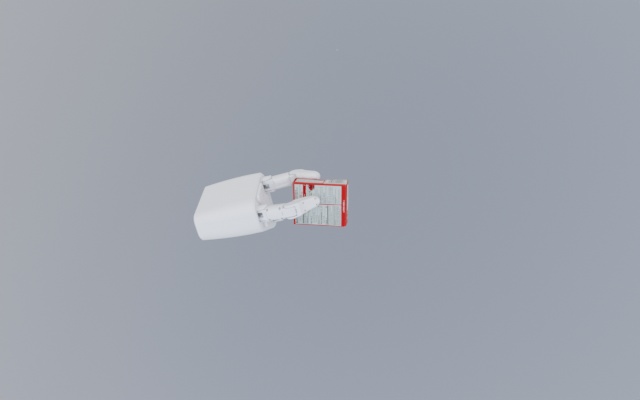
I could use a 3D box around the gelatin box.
[{"bbox_3d":[0.000,0.003,0.776,0.089,0.073,0.030,3,20,10],"label":"gelatin box"}]
